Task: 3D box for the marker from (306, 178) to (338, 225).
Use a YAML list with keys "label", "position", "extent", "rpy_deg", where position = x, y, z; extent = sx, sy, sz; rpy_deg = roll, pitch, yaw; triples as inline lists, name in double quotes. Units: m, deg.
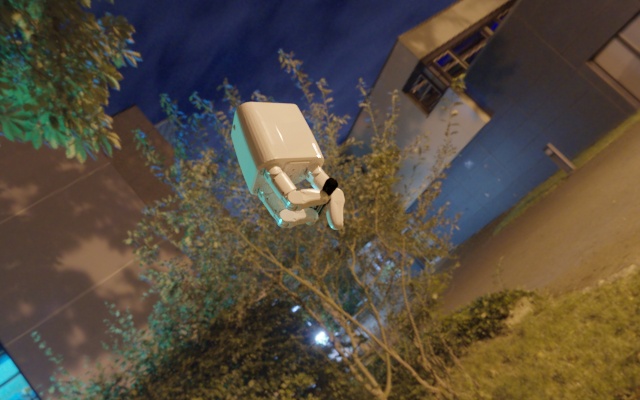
- label: "marker"
  position: [0.000, 0.002, 0.693]
  extent: [0.020, 0.020, 0.121]
  rpy_deg: [0, -28, -18]
